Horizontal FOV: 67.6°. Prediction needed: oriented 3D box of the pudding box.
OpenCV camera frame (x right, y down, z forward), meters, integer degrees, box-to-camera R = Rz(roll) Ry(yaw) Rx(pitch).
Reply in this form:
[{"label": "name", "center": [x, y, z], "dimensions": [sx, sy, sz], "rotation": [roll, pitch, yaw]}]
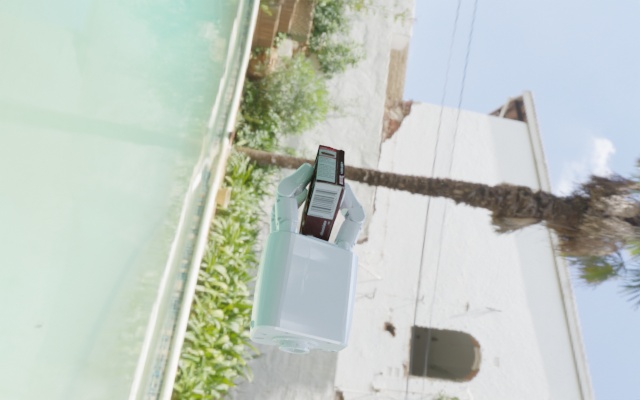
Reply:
[{"label": "pudding box", "center": [0.000, 0.002, 0.592], "dimensions": [0.039, 0.114, 0.090], "rotation": [13, 34, -7]}]
